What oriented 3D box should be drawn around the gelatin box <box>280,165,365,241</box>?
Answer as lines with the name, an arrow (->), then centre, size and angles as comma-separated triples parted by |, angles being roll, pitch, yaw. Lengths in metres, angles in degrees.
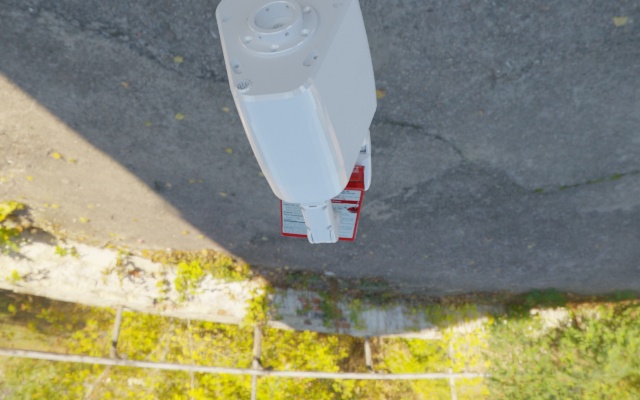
gelatin box -> 0.000, 0.002, 0.443 | 0.073, 0.030, 0.089 | 4, -36, 0
